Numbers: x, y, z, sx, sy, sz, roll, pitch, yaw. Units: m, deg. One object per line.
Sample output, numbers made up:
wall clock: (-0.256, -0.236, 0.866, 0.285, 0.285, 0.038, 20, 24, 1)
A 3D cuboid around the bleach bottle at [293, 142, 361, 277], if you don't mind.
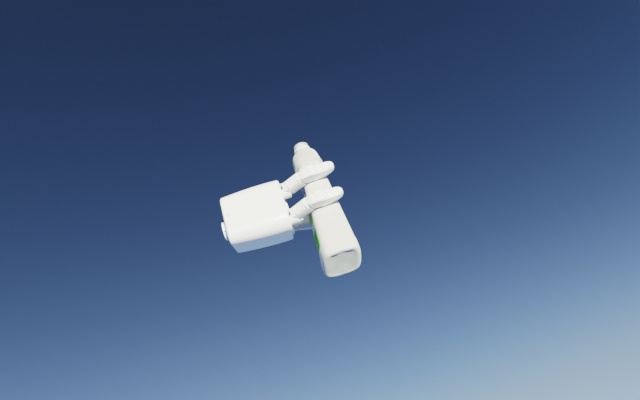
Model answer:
bleach bottle: (0.000, 0.003, 0.850, 0.068, 0.250, 0.103, -16, -32, -6)
